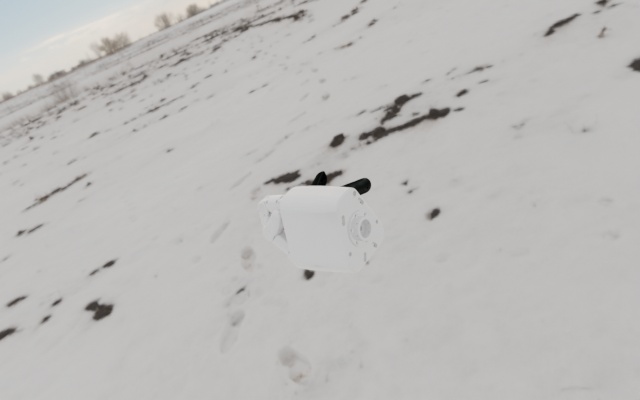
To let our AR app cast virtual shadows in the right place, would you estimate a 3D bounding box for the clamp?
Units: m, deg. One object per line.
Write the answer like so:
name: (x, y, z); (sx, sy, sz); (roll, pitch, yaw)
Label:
clamp: (0.000, 0.002, 0.773); (0.120, 0.039, 0.171); (-1, 34, 43)
